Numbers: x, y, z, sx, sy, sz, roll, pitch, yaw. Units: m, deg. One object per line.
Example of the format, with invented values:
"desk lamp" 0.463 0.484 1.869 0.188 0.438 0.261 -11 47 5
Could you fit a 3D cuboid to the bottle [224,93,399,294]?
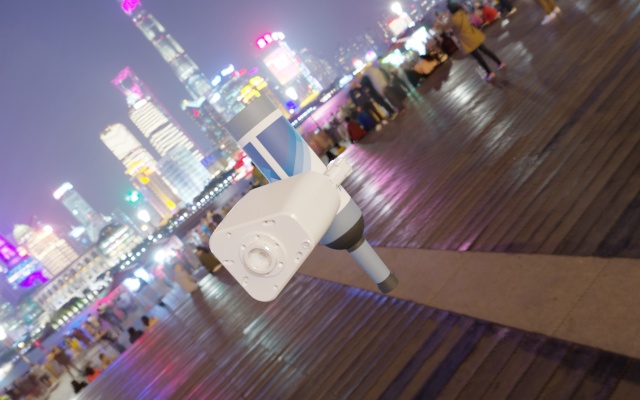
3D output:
"bottle" 0.000 0.002 0.606 0.069 0.296 0.069 -38 10 8
